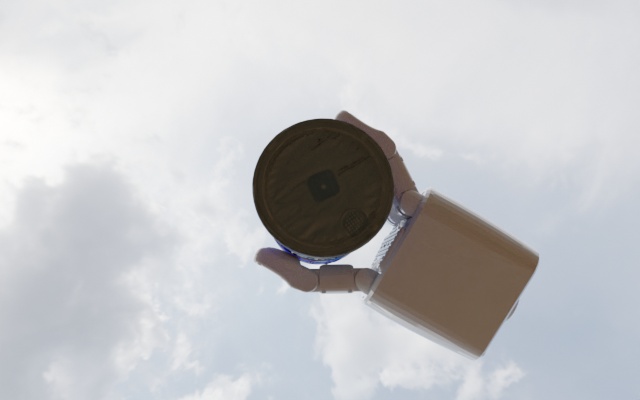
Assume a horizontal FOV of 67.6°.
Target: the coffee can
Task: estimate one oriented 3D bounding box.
[{"bbox_3d":[0.000,0.001,0.410,0.103,0.103,0.140,0,-10,-2],"label":"coffee can"}]
